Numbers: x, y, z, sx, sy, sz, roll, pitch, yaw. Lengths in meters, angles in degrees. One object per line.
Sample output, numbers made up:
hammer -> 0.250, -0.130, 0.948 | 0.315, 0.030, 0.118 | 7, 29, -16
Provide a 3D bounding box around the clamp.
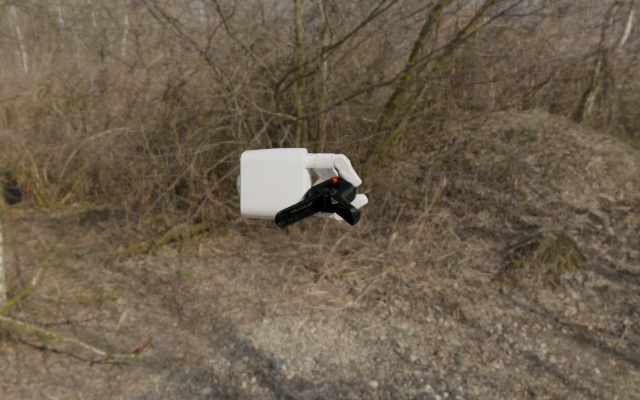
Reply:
clamp -> 0.000, 0.002, 0.720 | 0.120, 0.039, 0.171 | 0, 17, 5
